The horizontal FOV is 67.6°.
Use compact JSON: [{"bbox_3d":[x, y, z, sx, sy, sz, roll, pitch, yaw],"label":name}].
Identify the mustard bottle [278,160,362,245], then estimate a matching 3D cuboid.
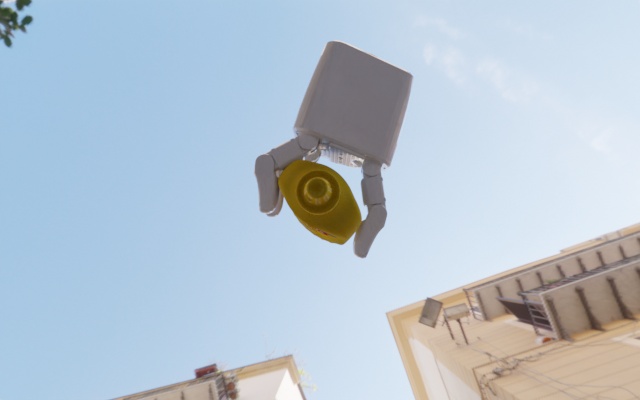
[{"bbox_3d":[0.000,0.002,0.505,0.096,0.058,0.191,43,-5,6],"label":"mustard bottle"}]
